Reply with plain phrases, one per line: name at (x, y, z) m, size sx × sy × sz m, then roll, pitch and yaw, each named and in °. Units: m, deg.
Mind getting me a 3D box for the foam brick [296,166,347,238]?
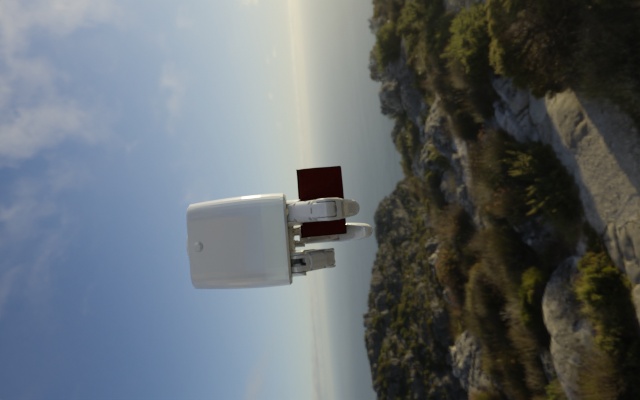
foam brick at (0.000, 0.001, 0.545) m, size 0.051 × 0.078 × 0.053 m, roll -4°, pitch -3°, yaw -1°
